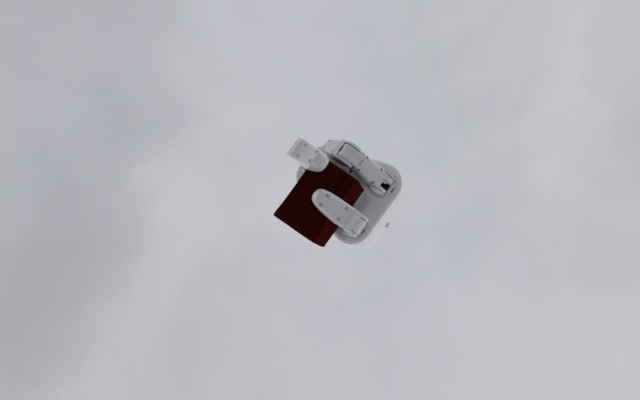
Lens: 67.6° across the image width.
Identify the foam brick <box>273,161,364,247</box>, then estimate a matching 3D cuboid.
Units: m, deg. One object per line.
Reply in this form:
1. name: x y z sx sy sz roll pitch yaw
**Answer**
1. foam brick: 0.000 0.002 0.491 0.053 0.078 0.051 36 -2 16
